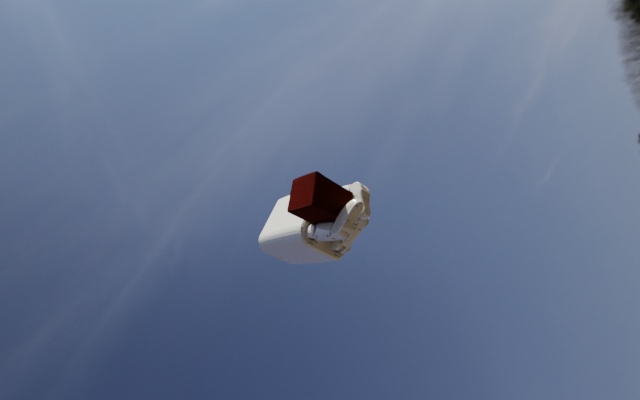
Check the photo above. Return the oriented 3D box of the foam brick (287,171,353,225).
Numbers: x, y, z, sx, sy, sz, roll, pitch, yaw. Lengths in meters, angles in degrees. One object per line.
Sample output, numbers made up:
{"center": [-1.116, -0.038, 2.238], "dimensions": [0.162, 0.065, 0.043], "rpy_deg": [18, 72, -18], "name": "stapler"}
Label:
{"center": [0.000, 0.002, 0.673], "dimensions": [0.051, 0.053, 0.078], "rpy_deg": [-14, -33, 42], "name": "foam brick"}
